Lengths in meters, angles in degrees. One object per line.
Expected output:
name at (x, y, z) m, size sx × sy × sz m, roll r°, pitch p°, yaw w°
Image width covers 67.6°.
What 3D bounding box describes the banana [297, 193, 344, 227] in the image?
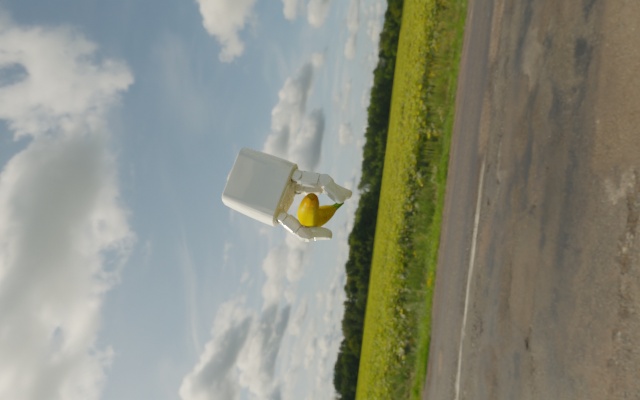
banana at (-0.009, 0.018, 0.835) m, size 0.037 × 0.069 × 0.198 m, roll 35°, pitch 7°, yaw 13°
